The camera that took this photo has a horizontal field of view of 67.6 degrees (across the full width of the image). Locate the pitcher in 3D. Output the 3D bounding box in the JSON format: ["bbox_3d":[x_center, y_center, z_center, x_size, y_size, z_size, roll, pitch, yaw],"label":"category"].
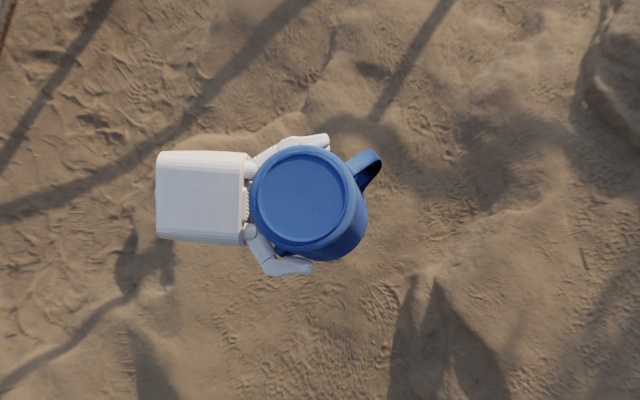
[{"bbox_3d":[0.000,0.002,0.580,0.145,0.149,0.243,5,-6,5],"label":"pitcher"}]
